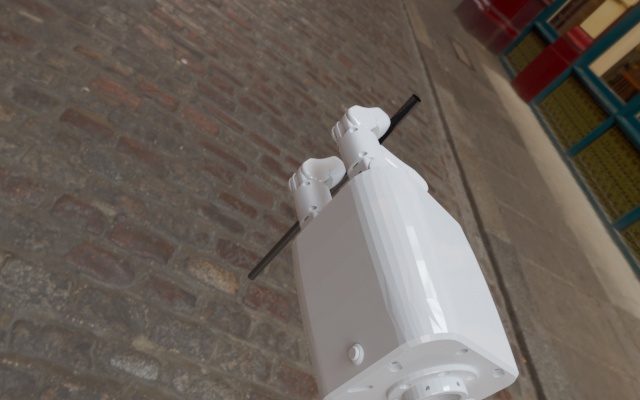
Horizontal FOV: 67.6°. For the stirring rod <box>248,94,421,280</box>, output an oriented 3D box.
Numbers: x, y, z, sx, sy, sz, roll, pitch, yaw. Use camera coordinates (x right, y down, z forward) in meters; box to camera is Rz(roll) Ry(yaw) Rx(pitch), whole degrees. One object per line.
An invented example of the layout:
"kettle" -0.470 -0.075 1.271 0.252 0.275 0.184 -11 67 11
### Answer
"stirring rod" 0.000 0.001 0.404 0.011 0.011 0.240 0 -38 -46
